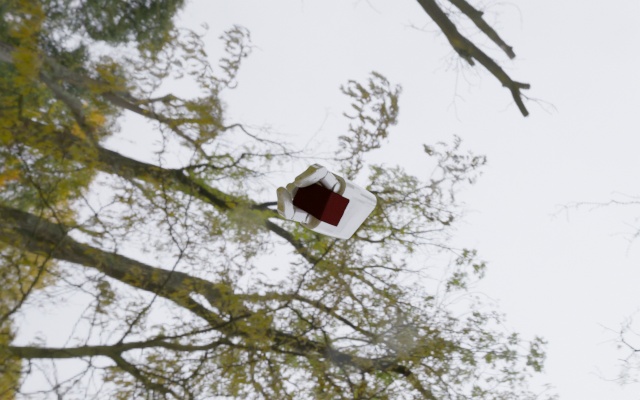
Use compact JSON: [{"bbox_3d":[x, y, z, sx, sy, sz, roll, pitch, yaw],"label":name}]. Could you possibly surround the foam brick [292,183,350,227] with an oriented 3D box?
[{"bbox_3d":[0.000,0.003,0.806,0.051,0.053,0.078,24,3,-45],"label":"foam brick"}]
